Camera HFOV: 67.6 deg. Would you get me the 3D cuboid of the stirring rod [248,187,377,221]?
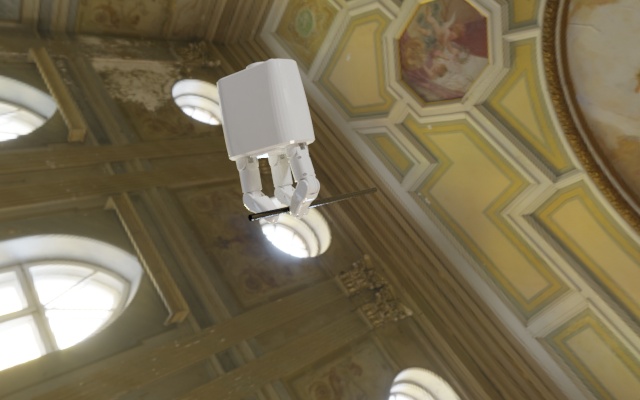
[{"bbox_3d":[0.000,0.002,0.658,0.239,0.011,0.011,-12,9,-44],"label":"stirring rod"}]
